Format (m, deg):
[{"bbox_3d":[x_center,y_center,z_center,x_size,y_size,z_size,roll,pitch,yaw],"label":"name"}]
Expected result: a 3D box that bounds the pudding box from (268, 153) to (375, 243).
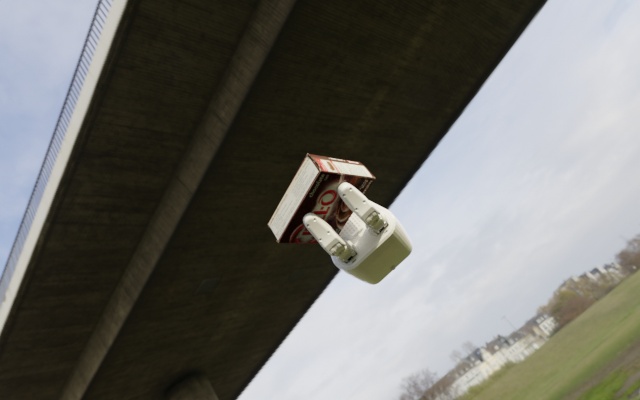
[{"bbox_3d":[0.000,0.002,0.579,0.090,0.113,0.039,4,36,-42],"label":"pudding box"}]
